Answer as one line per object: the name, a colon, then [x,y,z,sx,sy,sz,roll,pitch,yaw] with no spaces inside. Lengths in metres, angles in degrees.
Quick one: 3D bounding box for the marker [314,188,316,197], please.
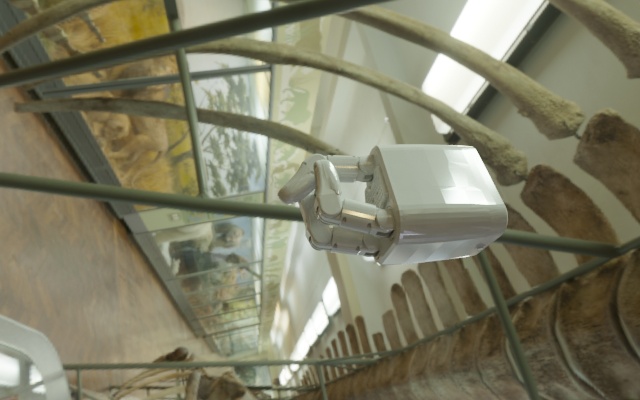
marker: [0.000,0.002,0.502,0.020,0.020,0.121,0,-24,-8]
